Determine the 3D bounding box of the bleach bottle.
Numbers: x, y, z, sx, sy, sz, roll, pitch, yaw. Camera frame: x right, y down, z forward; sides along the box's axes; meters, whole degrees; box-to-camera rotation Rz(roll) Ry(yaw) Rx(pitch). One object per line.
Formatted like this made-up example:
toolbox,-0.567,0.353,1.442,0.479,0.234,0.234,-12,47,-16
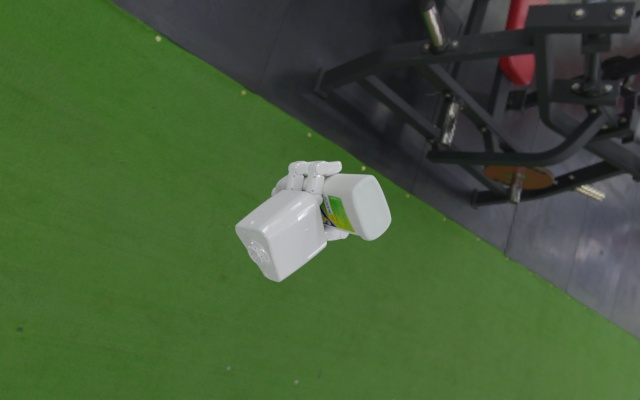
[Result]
bleach bottle,0.000,0.003,0.825,0.068,0.103,0.251,-37,25,-32
